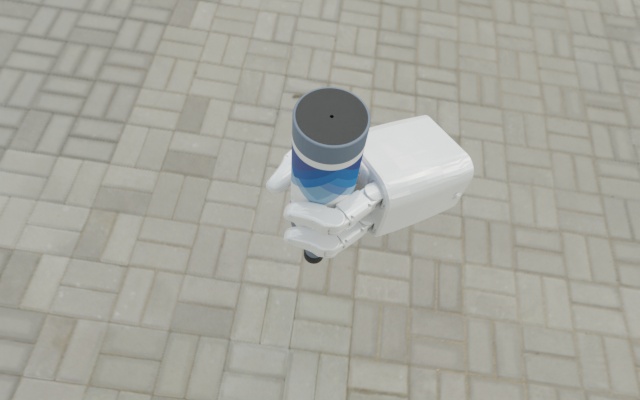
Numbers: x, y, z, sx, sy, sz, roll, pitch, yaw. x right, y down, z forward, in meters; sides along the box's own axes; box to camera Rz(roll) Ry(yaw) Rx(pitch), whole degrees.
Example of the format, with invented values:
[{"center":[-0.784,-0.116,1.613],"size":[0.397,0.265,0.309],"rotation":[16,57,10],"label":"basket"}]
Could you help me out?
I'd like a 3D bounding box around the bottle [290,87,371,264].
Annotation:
[{"center":[0.000,0.002,0.529],"size":[0.069,0.069,0.296],"rotation":[0,-30,-4],"label":"bottle"}]
